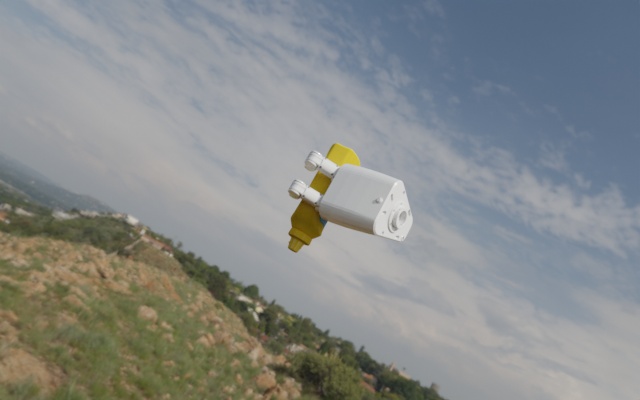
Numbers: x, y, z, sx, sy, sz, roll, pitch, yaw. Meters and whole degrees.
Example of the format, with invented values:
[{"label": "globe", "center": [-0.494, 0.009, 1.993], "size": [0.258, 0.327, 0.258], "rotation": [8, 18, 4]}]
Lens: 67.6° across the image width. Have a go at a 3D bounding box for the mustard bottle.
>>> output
[{"label": "mustard bottle", "center": [0.000, 0.002, 0.814], "size": [0.058, 0.191, 0.096], "rotation": [26, -14, 14]}]
